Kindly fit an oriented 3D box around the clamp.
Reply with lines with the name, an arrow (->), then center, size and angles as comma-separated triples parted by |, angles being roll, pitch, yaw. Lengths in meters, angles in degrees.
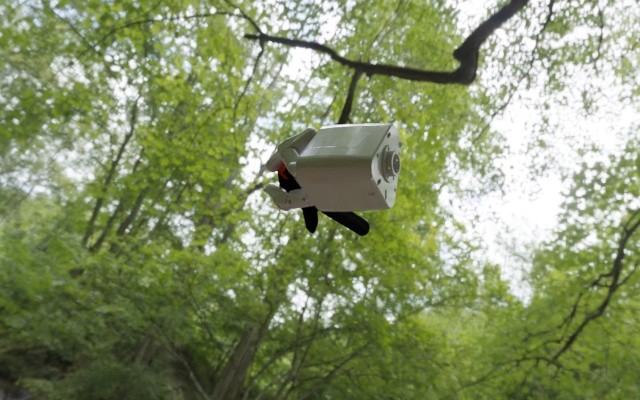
clamp -> 0.000, 0.002, 0.717 | 0.120, 0.039, 0.172 | 0, -35, 30
